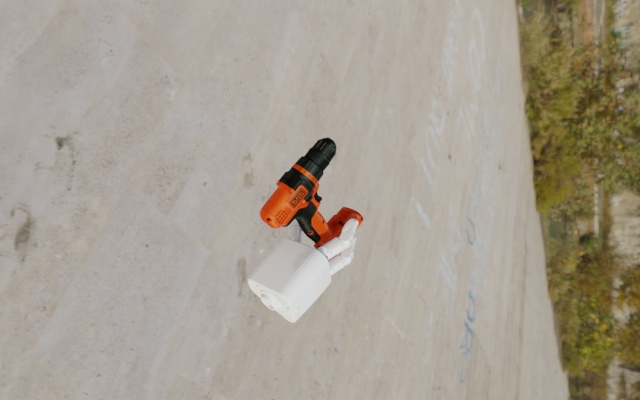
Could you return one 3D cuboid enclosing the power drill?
[{"bbox_3d":[0.000,0.003,0.865,0.188,0.184,0.057,44,-8,-39],"label":"power drill"}]
